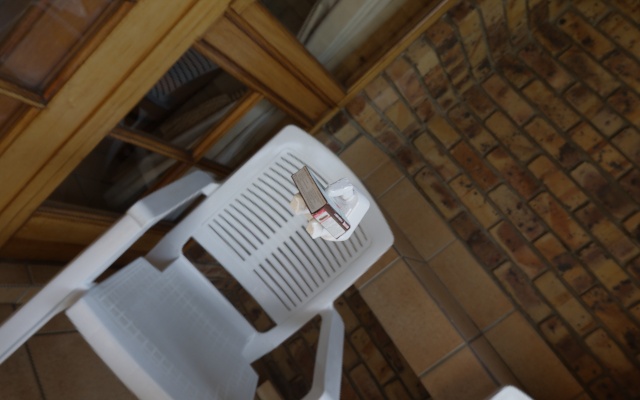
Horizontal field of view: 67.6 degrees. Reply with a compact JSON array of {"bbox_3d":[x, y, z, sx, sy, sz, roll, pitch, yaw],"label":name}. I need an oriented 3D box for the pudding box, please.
[{"bbox_3d":[0.000,0.003,0.842,0.090,0.039,0.113,45,9,-44],"label":"pudding box"}]
